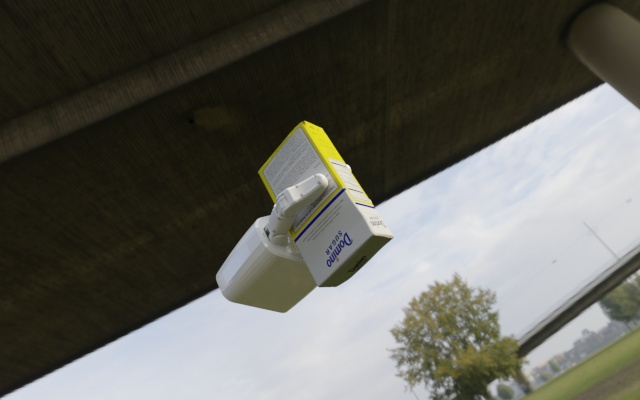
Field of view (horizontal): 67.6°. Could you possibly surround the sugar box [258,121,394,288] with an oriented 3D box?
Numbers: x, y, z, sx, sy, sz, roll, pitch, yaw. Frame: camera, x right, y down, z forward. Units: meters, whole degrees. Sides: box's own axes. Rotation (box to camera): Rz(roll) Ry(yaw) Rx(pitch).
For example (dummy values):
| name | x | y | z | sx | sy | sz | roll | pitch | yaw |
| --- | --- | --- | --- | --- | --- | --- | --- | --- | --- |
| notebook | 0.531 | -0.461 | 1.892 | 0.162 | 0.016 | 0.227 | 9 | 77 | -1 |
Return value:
| name | x | y | z | sx | sy | sz | roll | pitch | yaw |
| --- | --- | --- | --- | --- | --- | --- | --- | --- | --- |
| sugar box | 0.000 | 0.002 | 0.547 | 0.048 | 0.176 | 0.093 | 10 | -49 | -50 |
